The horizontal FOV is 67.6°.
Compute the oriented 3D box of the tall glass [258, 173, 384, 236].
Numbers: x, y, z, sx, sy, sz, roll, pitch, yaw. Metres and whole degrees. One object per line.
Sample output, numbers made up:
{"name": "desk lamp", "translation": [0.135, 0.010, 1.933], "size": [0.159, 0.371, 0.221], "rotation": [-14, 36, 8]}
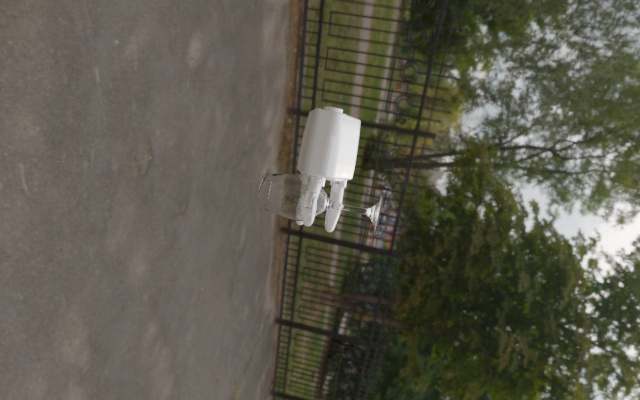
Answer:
{"name": "tall glass", "translation": [0.001, 0.003, 0.801], "size": [0.201, 0.079, 0.079], "rotation": [11, 2, 9]}
